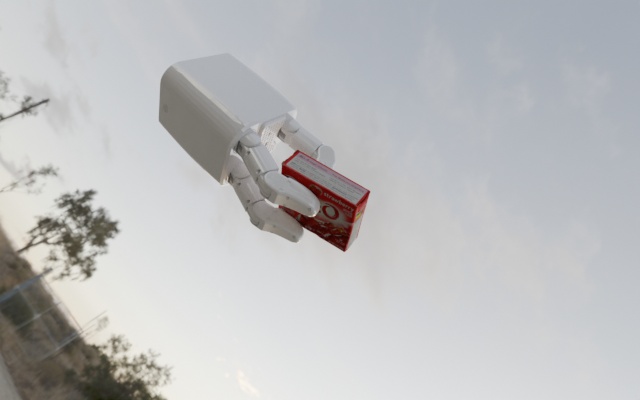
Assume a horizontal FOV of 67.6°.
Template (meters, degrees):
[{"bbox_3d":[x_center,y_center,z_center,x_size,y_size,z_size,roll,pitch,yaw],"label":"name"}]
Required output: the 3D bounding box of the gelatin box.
[{"bbox_3d":[0.001,0.001,0.479,0.089,0.073,0.030,30,51,17],"label":"gelatin box"}]
